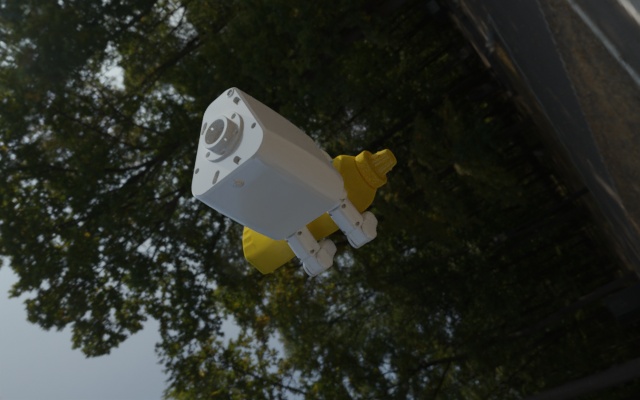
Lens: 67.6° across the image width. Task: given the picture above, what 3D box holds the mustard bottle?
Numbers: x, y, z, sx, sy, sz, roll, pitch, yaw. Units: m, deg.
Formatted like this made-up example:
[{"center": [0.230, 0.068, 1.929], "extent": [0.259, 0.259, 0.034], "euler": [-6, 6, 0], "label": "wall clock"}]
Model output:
[{"center": [0.000, 0.002, 0.530], "extent": [0.192, 0.058, 0.096], "euler": [-34, 25, 23], "label": "mustard bottle"}]
